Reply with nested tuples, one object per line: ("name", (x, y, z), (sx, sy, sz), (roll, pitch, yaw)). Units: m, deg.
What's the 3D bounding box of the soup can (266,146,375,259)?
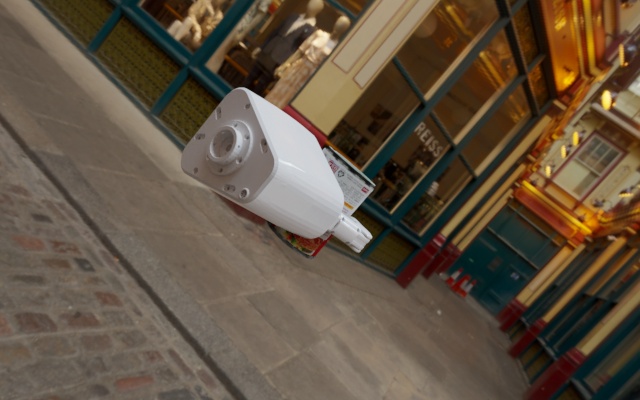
("soup can", (0.001, 0.002, 0.504), (0.068, 0.102, 0.068), (40, 7, -6))
